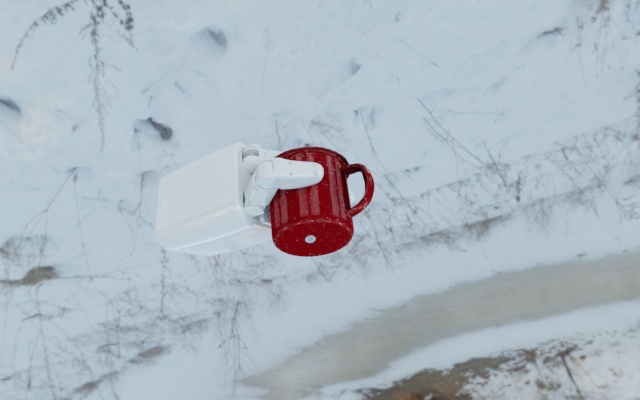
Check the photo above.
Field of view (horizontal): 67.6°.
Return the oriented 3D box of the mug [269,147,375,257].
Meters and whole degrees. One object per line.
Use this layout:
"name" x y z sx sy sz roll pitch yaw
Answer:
"mug" 0.001 0.001 0.482 0.117 0.081 0.093 -19 -34 19
